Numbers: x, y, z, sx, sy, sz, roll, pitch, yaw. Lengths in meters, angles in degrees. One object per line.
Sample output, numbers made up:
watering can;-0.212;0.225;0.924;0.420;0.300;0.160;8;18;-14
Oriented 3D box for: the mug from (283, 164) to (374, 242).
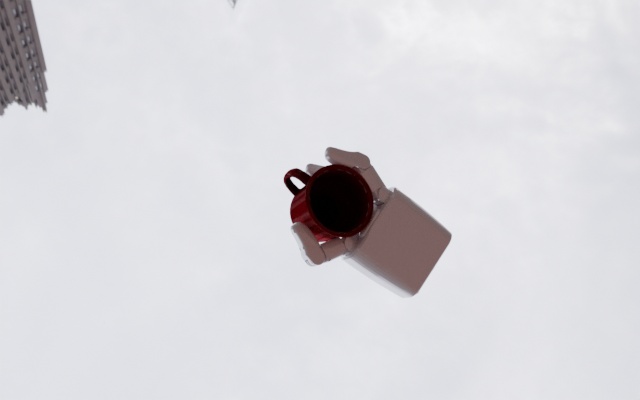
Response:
mug;-0.001;0.001;0.620;0.117;0.093;0.081;37;-25;-11
